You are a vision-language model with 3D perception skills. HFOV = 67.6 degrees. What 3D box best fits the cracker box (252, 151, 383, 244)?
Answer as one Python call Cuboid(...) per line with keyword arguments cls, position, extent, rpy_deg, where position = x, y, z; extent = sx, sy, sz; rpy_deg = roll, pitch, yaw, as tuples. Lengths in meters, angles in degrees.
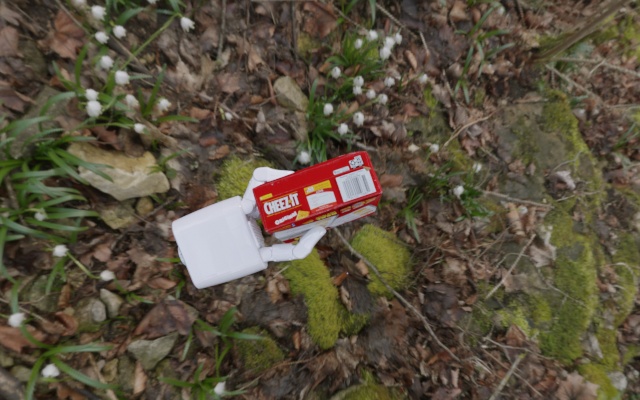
Cuboid(cls="cracker box", position=(0.000, 0.003, 0.728), extent=(0.164, 0.072, 0.214), rpy_deg=(-19, -9, 0))
